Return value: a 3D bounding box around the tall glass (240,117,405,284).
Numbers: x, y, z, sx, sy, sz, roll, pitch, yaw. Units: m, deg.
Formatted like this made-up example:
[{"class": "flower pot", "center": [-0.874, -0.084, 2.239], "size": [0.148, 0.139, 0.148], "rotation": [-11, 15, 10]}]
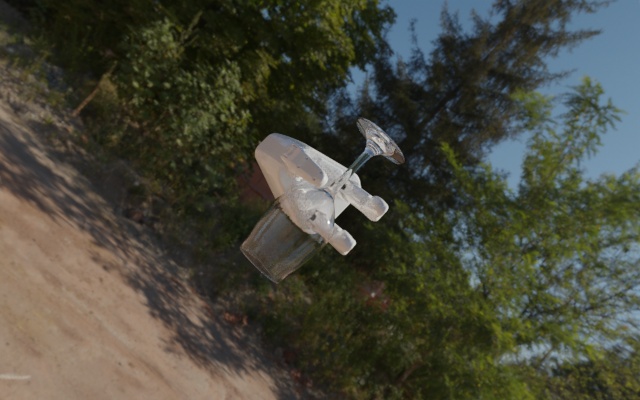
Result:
[{"class": "tall glass", "center": [0.001, 0.001, 0.545], "size": [0.079, 0.201, 0.079], "rotation": [44, -5, 4]}]
